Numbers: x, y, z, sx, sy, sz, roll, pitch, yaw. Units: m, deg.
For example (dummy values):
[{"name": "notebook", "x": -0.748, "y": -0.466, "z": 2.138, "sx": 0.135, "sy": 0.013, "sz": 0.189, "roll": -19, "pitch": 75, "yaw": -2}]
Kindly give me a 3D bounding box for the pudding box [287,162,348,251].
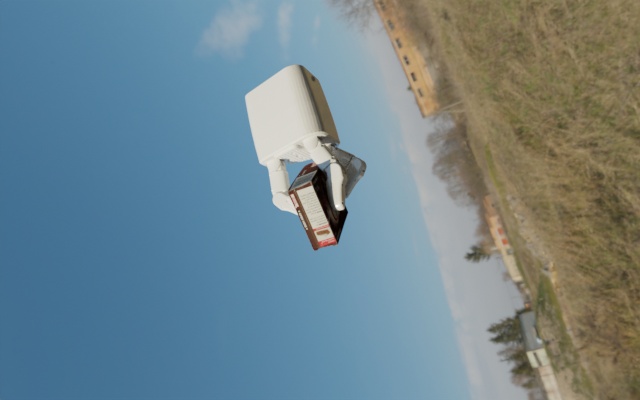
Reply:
[{"name": "pudding box", "x": 0.000, "y": 0.002, "z": 0.639, "sx": 0.039, "sy": 0.090, "sz": 0.113, "roll": -19, "pitch": 16, "yaw": 19}]
